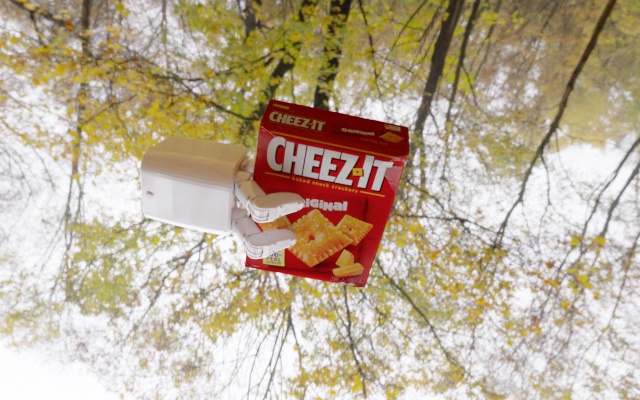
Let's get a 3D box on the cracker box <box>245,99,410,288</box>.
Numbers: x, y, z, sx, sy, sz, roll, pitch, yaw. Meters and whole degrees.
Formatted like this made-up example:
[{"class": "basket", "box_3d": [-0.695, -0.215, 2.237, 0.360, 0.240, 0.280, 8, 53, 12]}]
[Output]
[{"class": "cracker box", "box_3d": [0.000, 0.002, 0.581, 0.164, 0.214, 0.072, 11, 37, -2]}]
